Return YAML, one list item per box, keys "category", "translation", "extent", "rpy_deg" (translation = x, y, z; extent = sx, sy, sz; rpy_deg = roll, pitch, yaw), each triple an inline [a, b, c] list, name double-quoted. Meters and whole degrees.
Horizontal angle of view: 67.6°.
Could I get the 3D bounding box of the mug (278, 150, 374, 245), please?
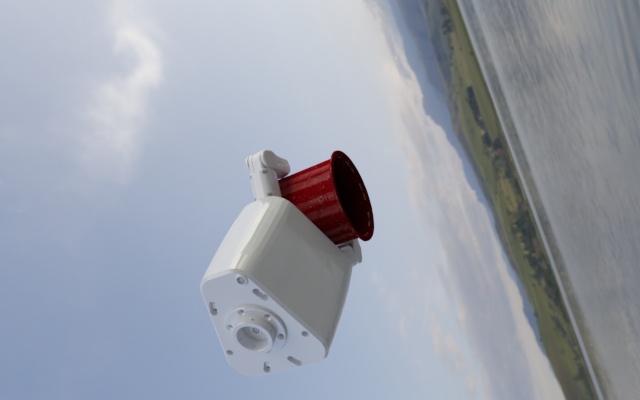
- category: "mug"
  translation: [0.000, 0.001, 0.488]
  extent: [0.081, 0.093, 0.117]
  rpy_deg: [-20, 23, 22]
